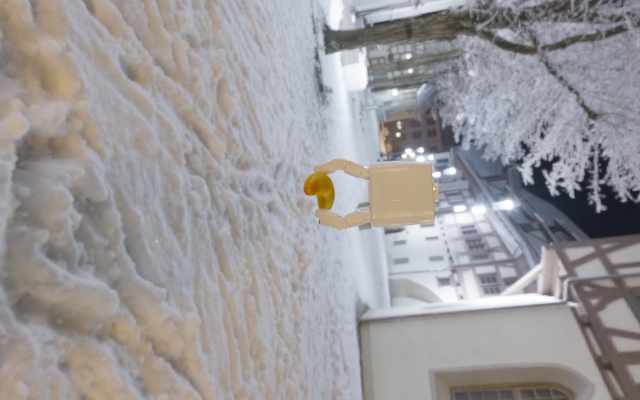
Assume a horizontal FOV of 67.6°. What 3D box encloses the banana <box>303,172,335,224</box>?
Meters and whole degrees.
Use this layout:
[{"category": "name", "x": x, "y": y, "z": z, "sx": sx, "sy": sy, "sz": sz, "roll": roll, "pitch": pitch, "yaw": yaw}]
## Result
[{"category": "banana", "x": 0.002, "y": -0.014, "z": 0.852, "sx": 0.037, "sy": 0.069, "sz": 0.198, "roll": 1, "pitch": -18, "yaw": 10}]
